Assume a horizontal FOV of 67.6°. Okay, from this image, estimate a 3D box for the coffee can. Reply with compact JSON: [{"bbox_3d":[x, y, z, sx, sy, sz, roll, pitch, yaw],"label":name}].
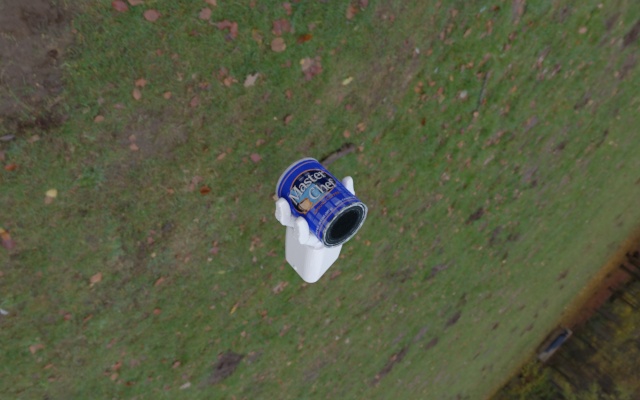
[{"bbox_3d":[0.000,0.003,0.863,0.103,0.103,0.140,0,37,-50],"label":"coffee can"}]
